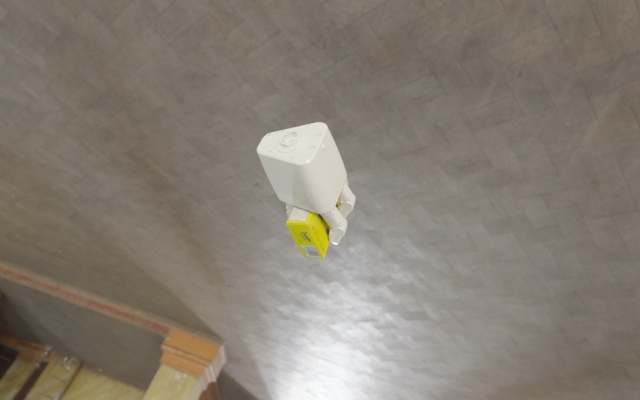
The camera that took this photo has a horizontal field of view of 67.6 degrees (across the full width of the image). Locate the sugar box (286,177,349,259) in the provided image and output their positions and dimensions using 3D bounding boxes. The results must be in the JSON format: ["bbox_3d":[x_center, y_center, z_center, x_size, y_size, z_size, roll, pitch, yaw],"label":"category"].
[{"bbox_3d":[0.001,0.003,0.821,0.048,0.176,0.093,3,-40,24],"label":"sugar box"}]
